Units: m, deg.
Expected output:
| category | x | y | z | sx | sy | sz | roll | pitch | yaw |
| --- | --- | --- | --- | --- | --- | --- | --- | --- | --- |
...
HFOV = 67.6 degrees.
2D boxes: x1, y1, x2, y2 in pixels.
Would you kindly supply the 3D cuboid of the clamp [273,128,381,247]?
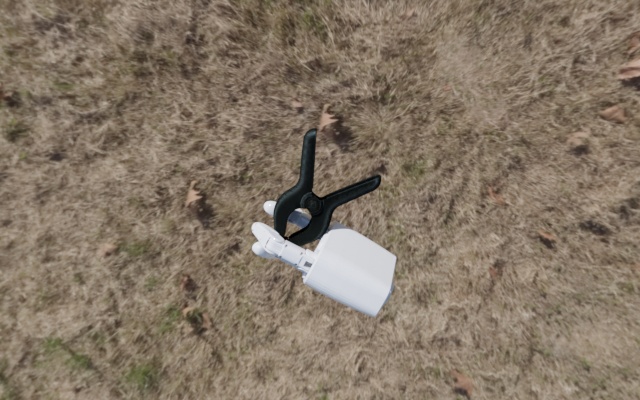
| category | x | y | z | sx | sy | sz | roll | pitch | yaw |
| --- | --- | --- | --- | --- | --- | --- | --- | --- | --- |
| clamp | 0.000 | 0.002 | 0.648 | 0.120 | 0.171 | 0.039 | 28 | 12 | 0 |
